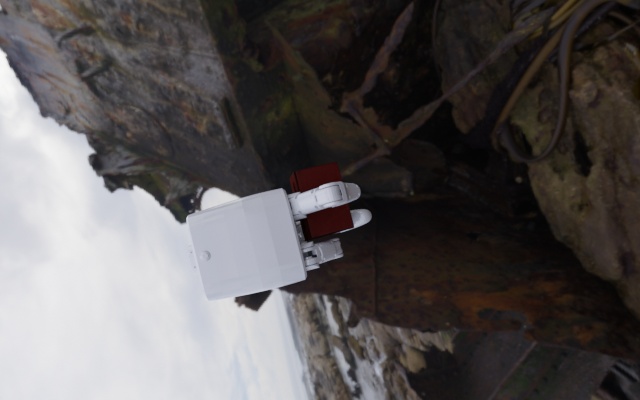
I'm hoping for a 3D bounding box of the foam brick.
[{"bbox_3d":[0.000,0.001,0.538,0.051,0.078,0.053,-14,-5,-9],"label":"foam brick"}]
